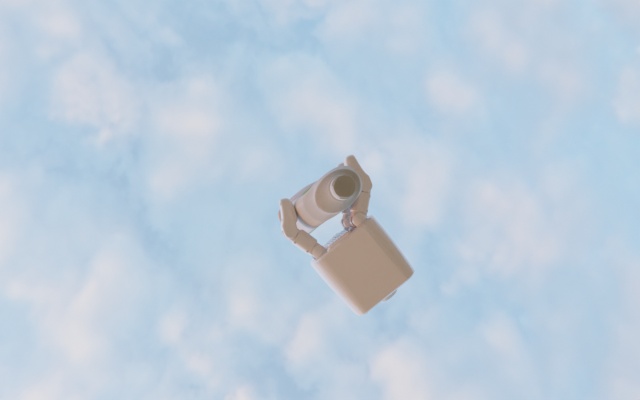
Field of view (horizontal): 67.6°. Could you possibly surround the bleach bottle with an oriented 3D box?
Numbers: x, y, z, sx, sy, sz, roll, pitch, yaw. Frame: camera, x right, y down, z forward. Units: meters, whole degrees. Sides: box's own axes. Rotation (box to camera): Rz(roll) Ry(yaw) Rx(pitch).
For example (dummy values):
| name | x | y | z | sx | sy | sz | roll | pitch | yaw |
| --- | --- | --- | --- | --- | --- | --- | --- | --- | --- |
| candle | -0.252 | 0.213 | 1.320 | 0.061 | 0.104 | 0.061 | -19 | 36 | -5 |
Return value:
| name | x | y | z | sx | sy | sz | roll | pitch | yaw |
| --- | --- | --- | --- | --- | --- | --- | --- | --- | --- |
| bleach bottle | 0.000 | 0.002 | 0.702 | 0.102 | 0.068 | 0.251 | -42 | 2 | -12 |
